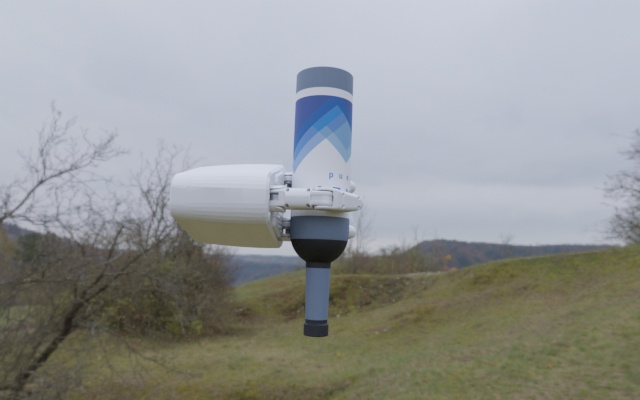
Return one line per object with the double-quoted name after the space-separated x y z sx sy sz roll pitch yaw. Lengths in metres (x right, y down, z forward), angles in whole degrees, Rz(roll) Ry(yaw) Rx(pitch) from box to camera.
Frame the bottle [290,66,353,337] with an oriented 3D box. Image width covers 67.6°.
0.000 0.002 0.541 0.069 0.295 0.069 2 -7 0 "bottle"
